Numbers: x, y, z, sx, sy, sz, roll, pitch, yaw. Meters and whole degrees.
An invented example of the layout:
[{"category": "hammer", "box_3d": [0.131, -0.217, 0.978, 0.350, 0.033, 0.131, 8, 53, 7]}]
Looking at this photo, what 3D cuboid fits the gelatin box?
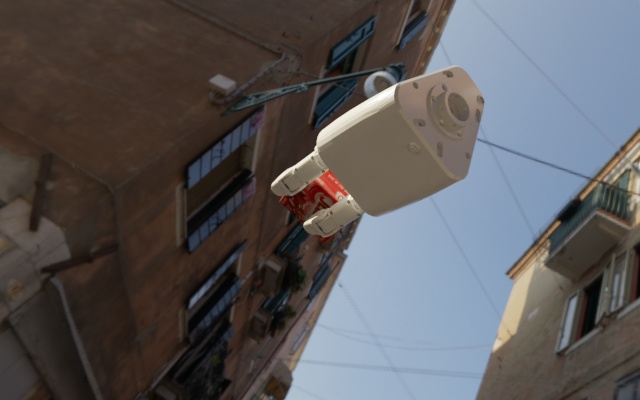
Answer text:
[{"category": "gelatin box", "box_3d": [0.000, 0.002, 0.527, 0.030, 0.073, 0.089, -47, -1, -31]}]
